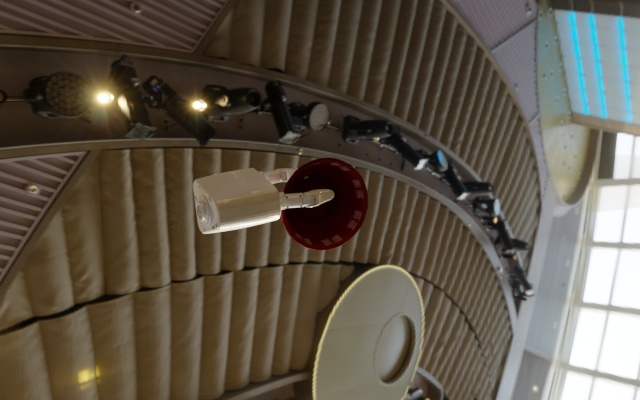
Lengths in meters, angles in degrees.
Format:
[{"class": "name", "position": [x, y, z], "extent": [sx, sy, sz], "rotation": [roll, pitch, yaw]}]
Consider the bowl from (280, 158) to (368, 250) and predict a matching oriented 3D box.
[{"class": "bowl", "position": [0.001, 0.003, 0.838], "extent": [0.162, 0.162, 0.055], "rotation": [0, 11, -21]}]
